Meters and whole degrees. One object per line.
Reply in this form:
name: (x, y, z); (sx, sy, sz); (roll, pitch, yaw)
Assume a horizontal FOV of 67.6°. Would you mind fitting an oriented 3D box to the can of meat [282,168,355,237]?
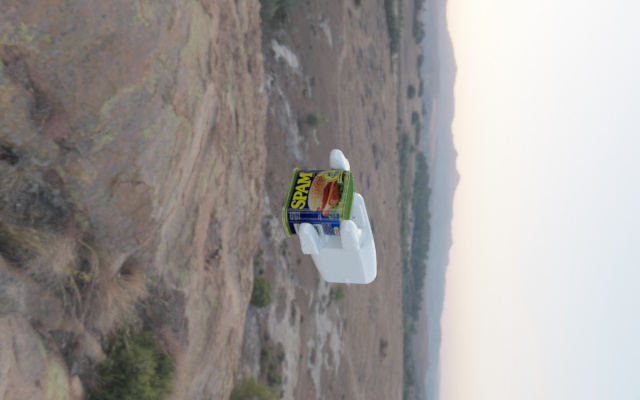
can of meat: (0.000, 0.002, 0.671); (0.084, 0.102, 0.057); (1, -42, 14)
